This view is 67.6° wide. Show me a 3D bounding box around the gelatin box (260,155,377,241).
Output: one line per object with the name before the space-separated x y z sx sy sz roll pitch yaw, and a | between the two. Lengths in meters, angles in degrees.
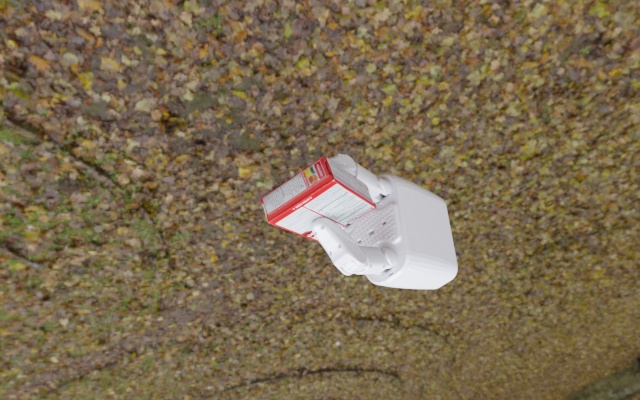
gelatin box | 0.000 0.002 0.445 0.073 0.030 0.089 -32 -29 20
